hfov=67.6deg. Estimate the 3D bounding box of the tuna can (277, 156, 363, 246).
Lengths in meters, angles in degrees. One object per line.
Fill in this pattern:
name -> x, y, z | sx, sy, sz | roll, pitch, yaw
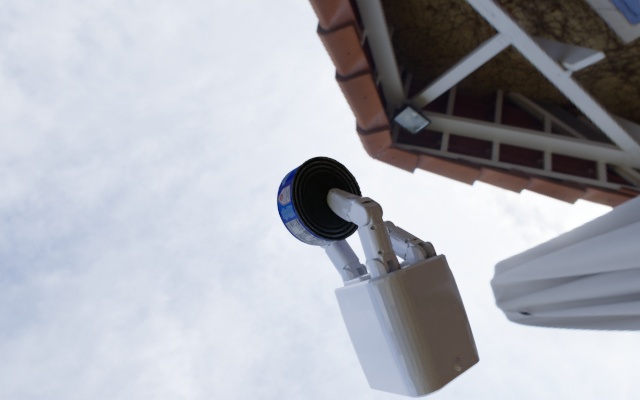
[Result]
tuna can -> 0.000, 0.002, 0.476 | 0.086, 0.086, 0.034 | 0, -15, -36
